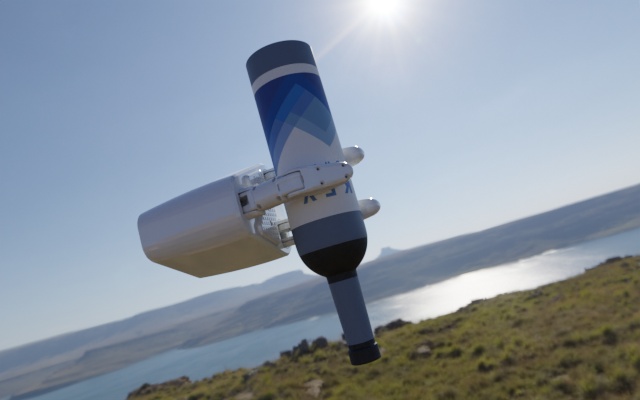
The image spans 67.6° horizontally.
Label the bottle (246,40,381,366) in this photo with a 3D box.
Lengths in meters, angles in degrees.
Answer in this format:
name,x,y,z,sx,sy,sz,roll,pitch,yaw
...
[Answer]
name,x,y,z,sx,sy,sz,roll,pitch,yaw
bottle,0.000,0.001,0.442,0.069,0.295,0.069,-16,-9,-2
